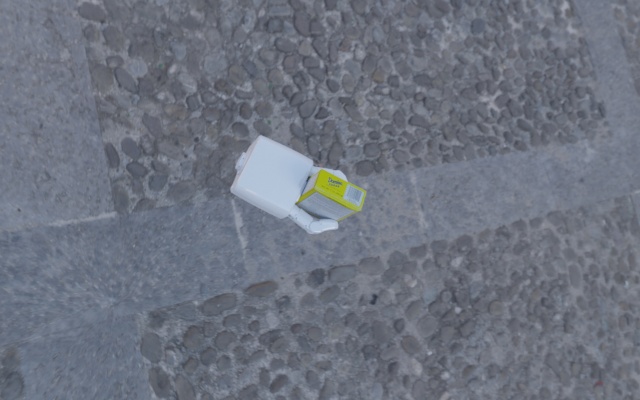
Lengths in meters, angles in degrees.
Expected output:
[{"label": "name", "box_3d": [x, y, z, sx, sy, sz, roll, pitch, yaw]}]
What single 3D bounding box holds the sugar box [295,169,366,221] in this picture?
[{"label": "sugar box", "box_3d": [0.000, 0.002, 0.872, 0.093, 0.048, 0.176, 27, -21, -16]}]
